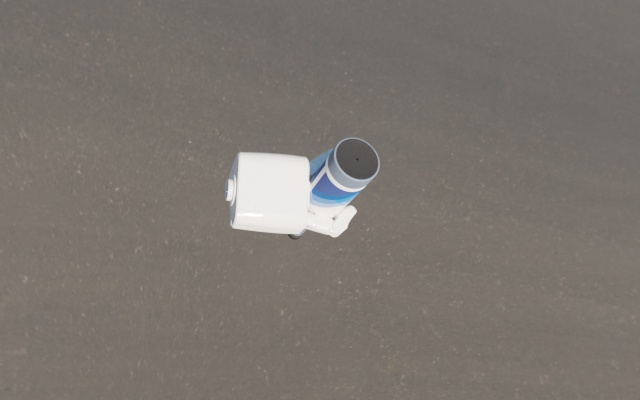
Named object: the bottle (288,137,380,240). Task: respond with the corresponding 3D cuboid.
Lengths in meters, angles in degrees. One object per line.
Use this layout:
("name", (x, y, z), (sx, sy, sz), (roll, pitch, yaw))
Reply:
("bottle", (0.000, 0.002, 0.761), (0.069, 0.069, 0.296), (0, -23, -21))
